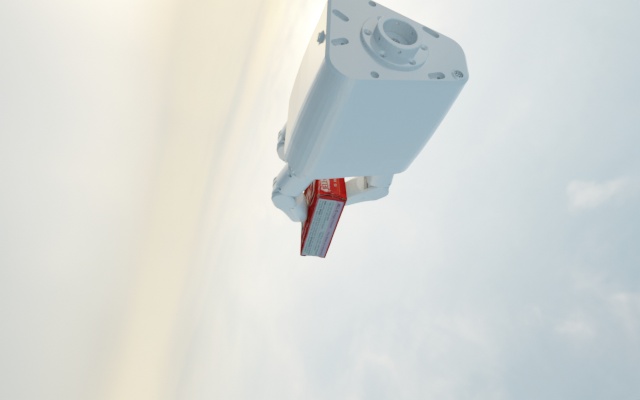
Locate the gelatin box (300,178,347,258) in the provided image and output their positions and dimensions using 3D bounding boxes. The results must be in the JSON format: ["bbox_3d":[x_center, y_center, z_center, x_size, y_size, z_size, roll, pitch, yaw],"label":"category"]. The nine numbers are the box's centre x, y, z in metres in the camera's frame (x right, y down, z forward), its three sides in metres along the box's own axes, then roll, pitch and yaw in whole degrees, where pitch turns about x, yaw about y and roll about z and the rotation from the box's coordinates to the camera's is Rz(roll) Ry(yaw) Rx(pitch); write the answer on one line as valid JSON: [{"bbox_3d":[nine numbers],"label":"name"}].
[{"bbox_3d":[0.000,0.002,0.474,0.030,0.073,0.089,8,-46,-9],"label":"gelatin box"}]
